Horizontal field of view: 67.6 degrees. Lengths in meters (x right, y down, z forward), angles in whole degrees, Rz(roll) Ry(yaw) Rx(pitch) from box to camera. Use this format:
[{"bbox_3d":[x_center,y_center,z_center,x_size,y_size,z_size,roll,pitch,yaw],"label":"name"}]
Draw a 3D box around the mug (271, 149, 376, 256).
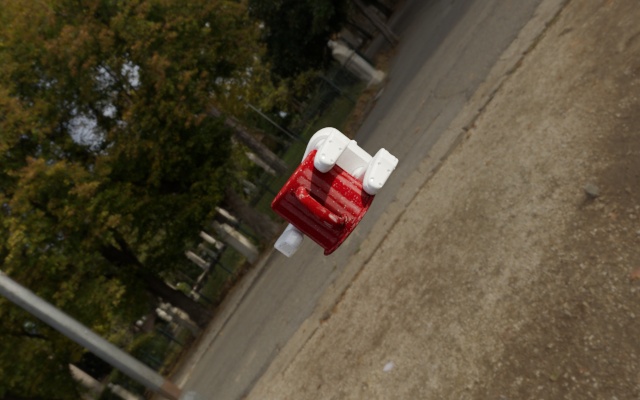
[{"bbox_3d":[0.000,0.002,0.505,0.081,0.093,0.117,37,12,-5],"label":"mug"}]
